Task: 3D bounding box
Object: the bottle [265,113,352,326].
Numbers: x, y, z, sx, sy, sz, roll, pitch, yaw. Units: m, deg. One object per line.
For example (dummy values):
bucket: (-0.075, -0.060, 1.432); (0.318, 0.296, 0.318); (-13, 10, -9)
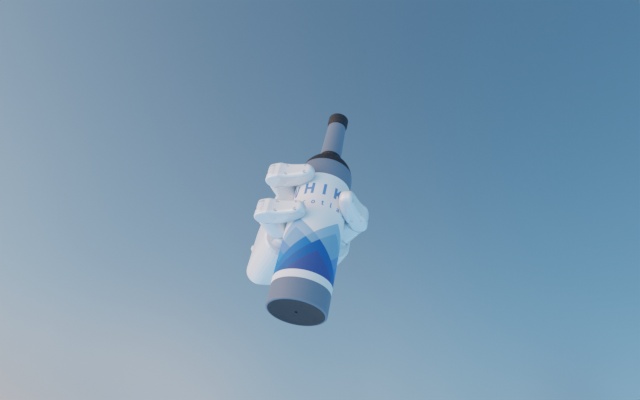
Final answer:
bottle: (0.000, 0.002, 0.583); (0.069, 0.295, 0.069); (8, -37, 6)
